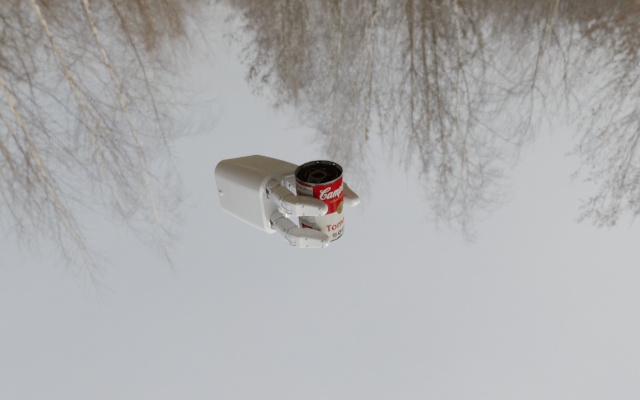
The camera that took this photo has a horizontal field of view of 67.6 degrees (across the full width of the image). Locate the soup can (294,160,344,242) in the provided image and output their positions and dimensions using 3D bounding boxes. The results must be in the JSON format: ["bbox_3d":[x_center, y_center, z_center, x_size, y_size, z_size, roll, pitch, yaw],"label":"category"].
[{"bbox_3d":[0.001,0.003,0.689,0.068,0.102,0.068,-3,32,2],"label":"soup can"}]
